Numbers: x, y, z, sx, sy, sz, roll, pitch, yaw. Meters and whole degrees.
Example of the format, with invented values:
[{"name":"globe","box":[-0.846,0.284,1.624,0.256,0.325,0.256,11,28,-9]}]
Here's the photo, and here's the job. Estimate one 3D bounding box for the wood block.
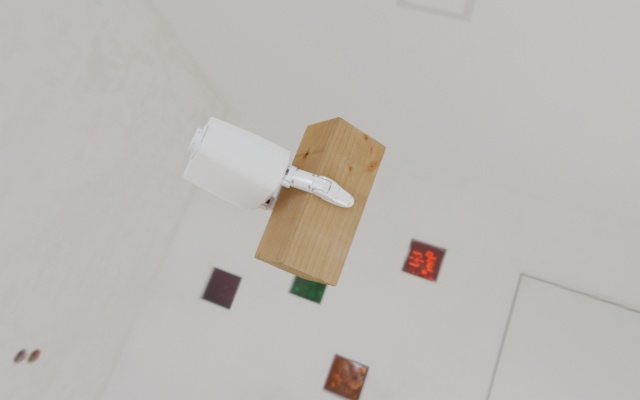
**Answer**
[{"name":"wood block","box":[0.000,0.002,0.659,0.090,0.206,0.091,28,-15,-29]}]
